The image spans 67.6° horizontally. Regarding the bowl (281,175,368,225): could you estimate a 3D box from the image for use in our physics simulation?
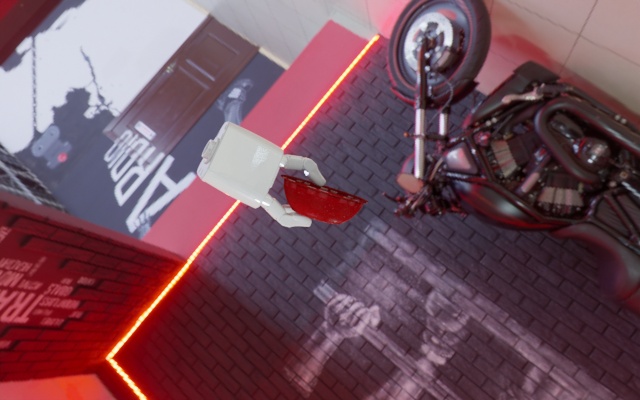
[{"bbox_3d":[0.001,0.004,0.846,0.162,0.055,0.162,17,5,-1],"label":"bowl"}]
